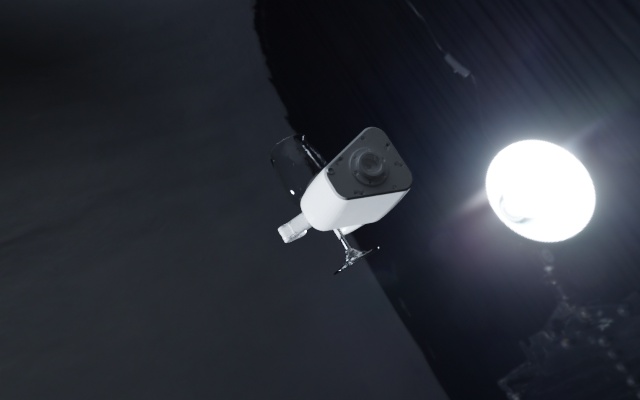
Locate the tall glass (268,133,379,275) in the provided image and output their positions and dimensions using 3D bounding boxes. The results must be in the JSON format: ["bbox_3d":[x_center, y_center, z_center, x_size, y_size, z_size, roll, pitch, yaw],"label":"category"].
[{"bbox_3d":[0.000,0.003,0.689,0.079,0.201,0.079,-30,-11,-6],"label":"tall glass"}]
